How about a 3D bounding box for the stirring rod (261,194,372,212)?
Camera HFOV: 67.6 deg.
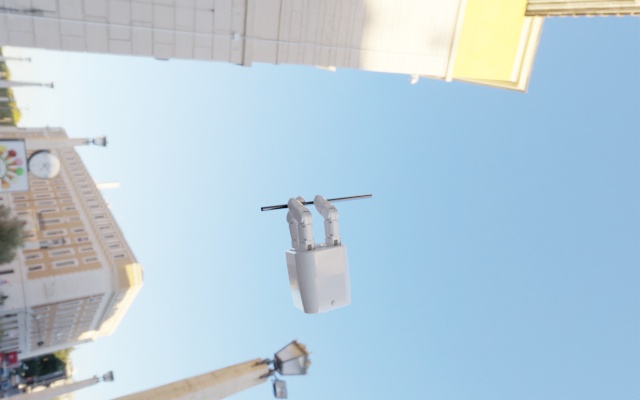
[{"bbox_3d":[0.000,0.003,0.870,0.239,0.011,0.011,-7,4,-34],"label":"stirring rod"}]
